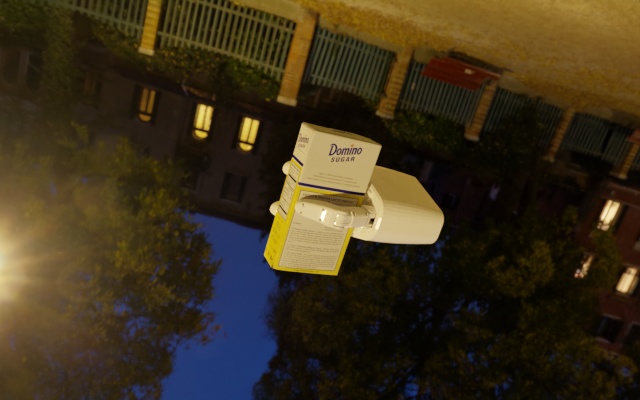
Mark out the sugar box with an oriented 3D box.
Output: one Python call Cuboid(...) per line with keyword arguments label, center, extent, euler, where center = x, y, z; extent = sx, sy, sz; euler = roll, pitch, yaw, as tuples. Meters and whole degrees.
Cuboid(label="sugar box", center=(0.000, 0.002, 0.578), extent=(0.093, 0.176, 0.048), euler=(9, 16, -28))
